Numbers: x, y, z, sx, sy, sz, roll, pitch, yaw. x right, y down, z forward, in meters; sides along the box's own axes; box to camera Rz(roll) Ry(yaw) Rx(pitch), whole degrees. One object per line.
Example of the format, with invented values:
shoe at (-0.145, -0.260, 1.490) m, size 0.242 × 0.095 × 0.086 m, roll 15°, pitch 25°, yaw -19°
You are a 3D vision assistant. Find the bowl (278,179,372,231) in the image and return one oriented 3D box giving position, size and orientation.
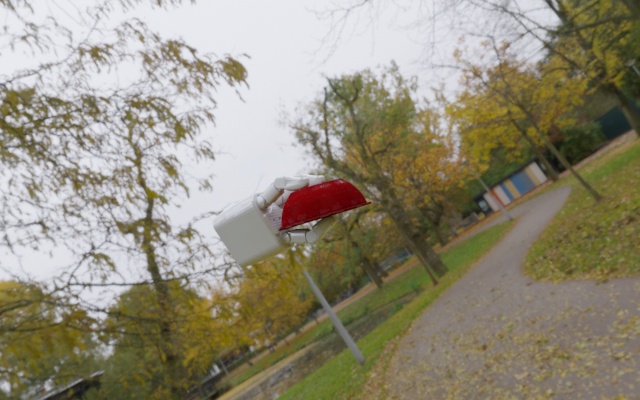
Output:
bowl at (0.001, 0.002, 0.794) m, size 0.162 × 0.055 × 0.162 m, roll -16°, pitch -2°, yaw -1°
